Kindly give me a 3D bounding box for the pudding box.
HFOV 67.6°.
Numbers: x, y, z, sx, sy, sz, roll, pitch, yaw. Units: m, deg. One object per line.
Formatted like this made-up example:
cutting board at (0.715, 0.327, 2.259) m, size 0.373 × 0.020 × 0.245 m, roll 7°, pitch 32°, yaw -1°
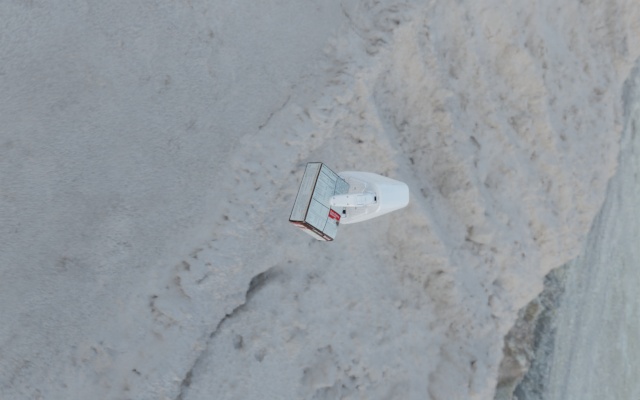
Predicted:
pudding box at (0.000, 0.003, 0.820) m, size 0.039 × 0.113 × 0.090 m, roll -1°, pitch -25°, yaw 40°
